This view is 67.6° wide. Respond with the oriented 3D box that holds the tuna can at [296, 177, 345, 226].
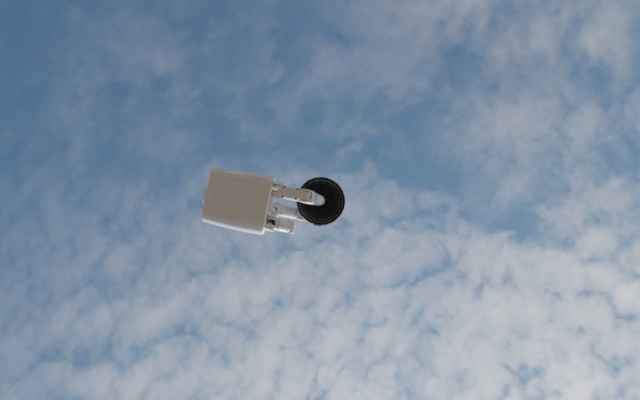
[{"bbox_3d":[0.000,0.003,0.854,0.086,0.086,0.034,0,-7,-1],"label":"tuna can"}]
